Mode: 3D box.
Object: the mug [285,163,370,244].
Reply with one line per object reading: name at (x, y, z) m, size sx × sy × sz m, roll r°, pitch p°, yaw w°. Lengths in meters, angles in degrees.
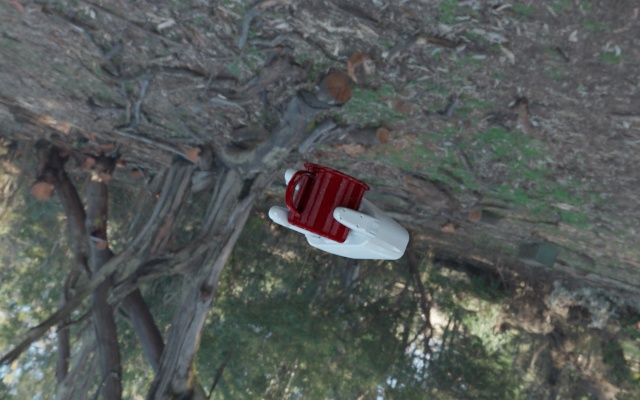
mug at (-0.001, 0.002, 0.612) m, size 0.093 × 0.081 × 0.117 m, roll 17°, pitch -6°, yaw 42°
